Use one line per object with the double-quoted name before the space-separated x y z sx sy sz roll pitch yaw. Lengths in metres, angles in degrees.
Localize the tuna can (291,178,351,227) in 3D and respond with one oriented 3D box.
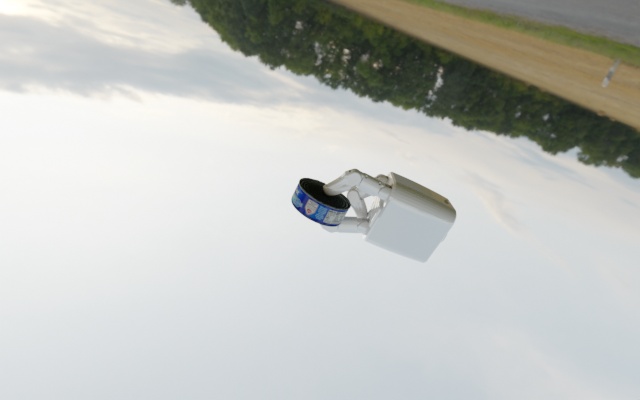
"tuna can" 0.000 0.003 0.712 0.086 0.034 0.086 24 20 -10
